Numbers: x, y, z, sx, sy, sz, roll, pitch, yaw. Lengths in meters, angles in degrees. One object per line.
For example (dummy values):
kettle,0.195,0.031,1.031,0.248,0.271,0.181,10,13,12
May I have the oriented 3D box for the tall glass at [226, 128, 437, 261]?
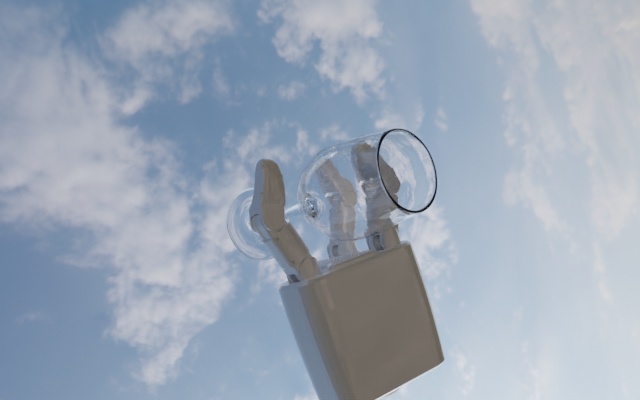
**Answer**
tall glass,0.000,0.001,0.405,0.079,0.079,0.201,0,-13,-39
